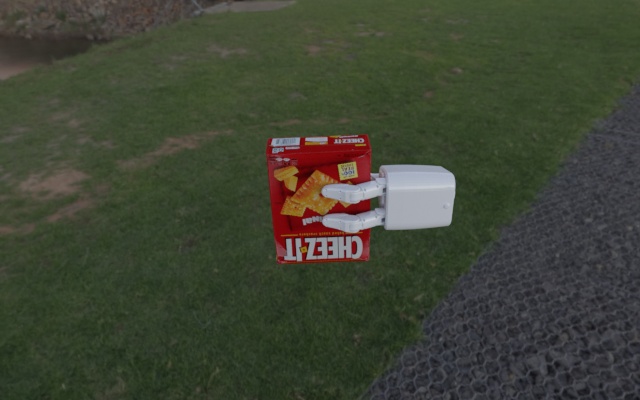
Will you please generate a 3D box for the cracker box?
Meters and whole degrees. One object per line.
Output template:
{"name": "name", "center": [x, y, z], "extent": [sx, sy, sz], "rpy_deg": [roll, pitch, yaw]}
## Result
{"name": "cracker box", "center": [0.000, 0.002, 0.797], "extent": [0.164, 0.214, 0.072], "rpy_deg": [-2, 30, 1]}
